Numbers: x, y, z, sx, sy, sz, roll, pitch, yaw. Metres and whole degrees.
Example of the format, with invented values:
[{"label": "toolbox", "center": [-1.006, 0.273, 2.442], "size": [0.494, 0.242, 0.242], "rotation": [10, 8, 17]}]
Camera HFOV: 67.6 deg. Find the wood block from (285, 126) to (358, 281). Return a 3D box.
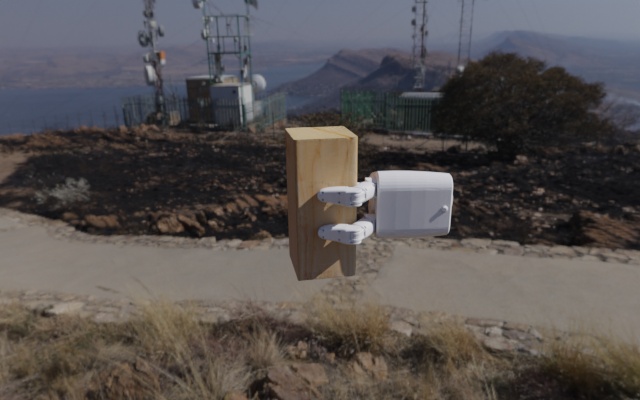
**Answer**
[{"label": "wood block", "center": [0.000, 0.002, 0.700], "size": [0.090, 0.206, 0.090], "rotation": [-4, 19, -10]}]
